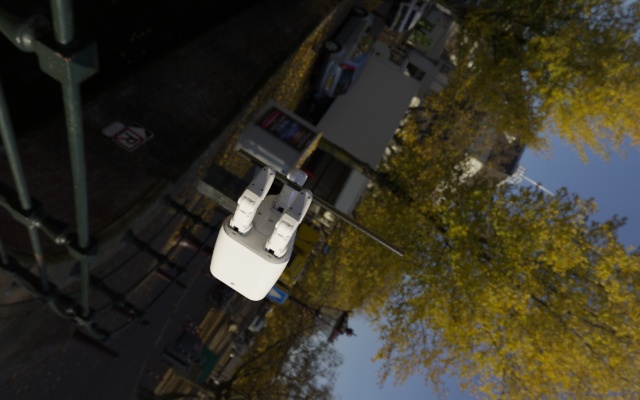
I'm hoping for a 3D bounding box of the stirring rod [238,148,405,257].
[{"bbox_3d":[0.000,0.002,0.592,0.239,0.011,0.011,32,2,3],"label":"stirring rod"}]
